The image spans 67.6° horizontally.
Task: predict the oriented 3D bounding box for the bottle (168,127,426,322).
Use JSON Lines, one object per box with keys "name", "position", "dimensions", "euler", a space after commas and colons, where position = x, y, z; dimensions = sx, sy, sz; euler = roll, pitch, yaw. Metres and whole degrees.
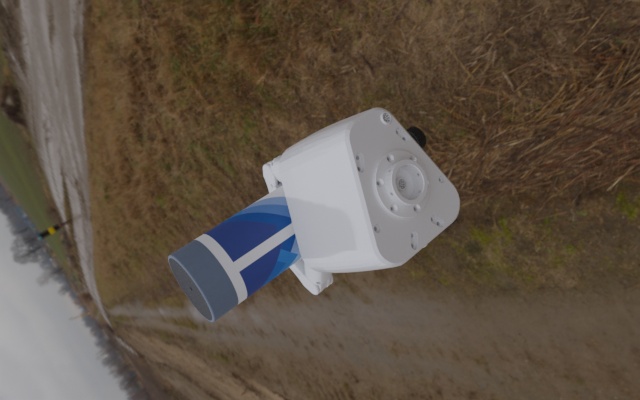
{"name": "bottle", "position": [0.000, 0.002, 0.464], "dimensions": [0.295, 0.069, 0.069], "euler": [-34, 18, -28]}
